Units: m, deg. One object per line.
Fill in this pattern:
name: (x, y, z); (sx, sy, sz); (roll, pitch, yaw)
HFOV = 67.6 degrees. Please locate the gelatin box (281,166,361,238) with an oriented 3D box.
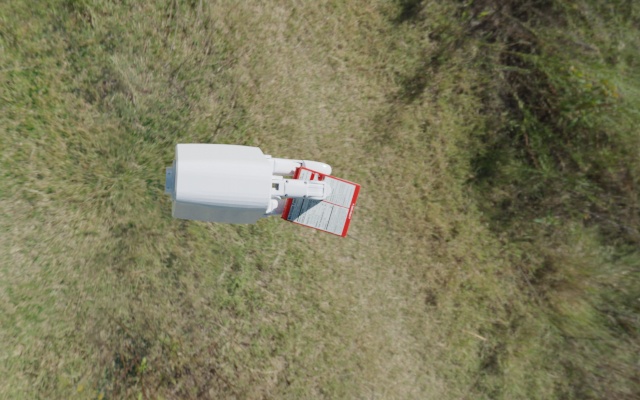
gelatin box: (0.001, 0.002, 0.631); (0.089, 0.073, 0.030); (17, -2, -14)
